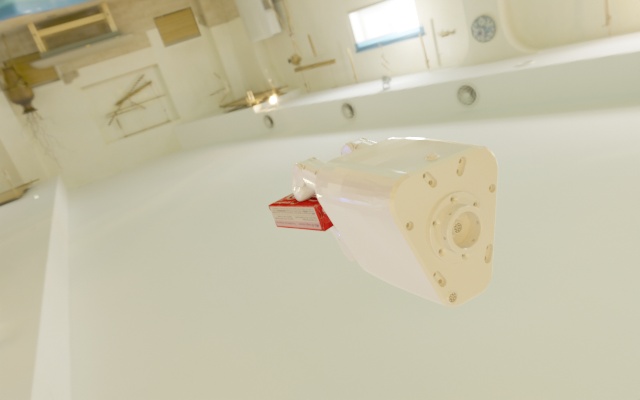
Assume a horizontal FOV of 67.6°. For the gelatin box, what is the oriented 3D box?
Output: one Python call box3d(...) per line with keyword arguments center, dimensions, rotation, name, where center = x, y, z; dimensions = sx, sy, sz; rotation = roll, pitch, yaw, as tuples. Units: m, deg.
box3d(center=(0.000, 0.002, 0.499), dimensions=(0.073, 0.030, 0.089), rotation=(-29, 16, -33), name="gelatin box")
